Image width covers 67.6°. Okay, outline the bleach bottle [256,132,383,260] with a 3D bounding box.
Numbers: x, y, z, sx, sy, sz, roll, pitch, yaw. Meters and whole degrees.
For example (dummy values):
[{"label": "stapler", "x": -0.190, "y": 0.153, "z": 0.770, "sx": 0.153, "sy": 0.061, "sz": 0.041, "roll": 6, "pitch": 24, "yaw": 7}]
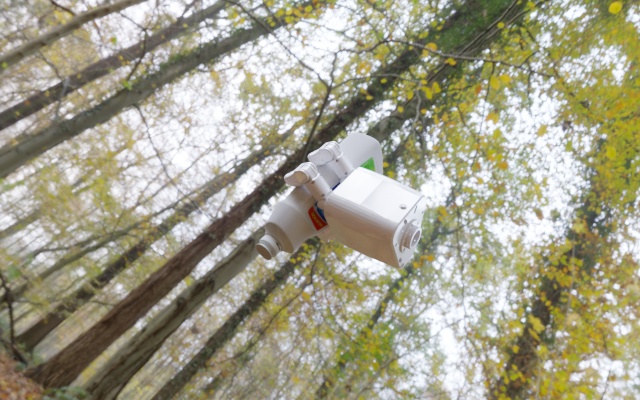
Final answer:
[{"label": "bleach bottle", "x": 0.000, "y": 0.002, "z": 0.711, "sx": 0.068, "sy": 0.103, "sz": 0.250, "roll": 24, "pitch": 52, "yaw": 29}]
